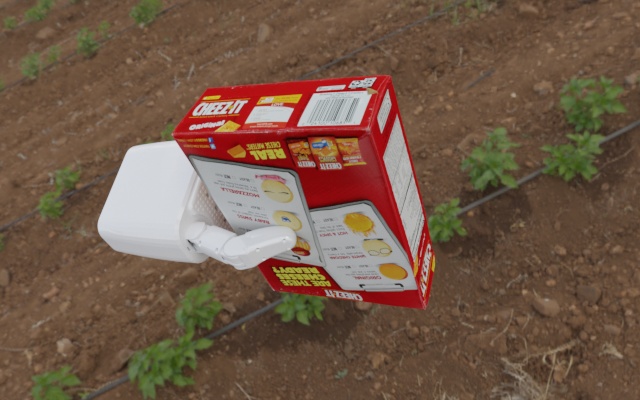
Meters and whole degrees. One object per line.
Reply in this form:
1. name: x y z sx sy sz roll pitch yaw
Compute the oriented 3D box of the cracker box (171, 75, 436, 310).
1. cracker box: 0.000 0.001 0.413 0.164 0.072 0.214 2 -41 27
